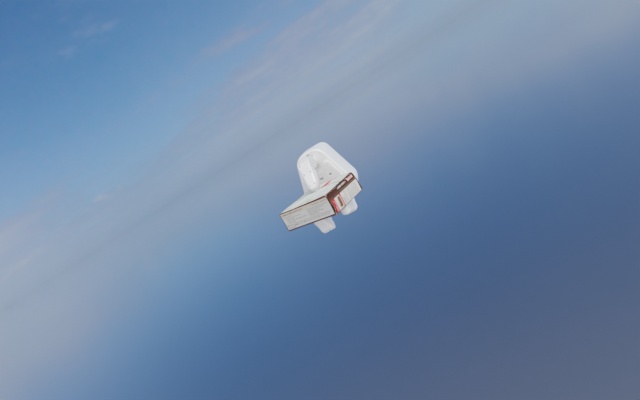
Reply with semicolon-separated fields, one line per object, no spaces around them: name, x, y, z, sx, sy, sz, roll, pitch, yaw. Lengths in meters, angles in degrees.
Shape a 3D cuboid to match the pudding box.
pudding box;0.000;0.002;0.777;0.113;0.039;0.090;-24;13;42
